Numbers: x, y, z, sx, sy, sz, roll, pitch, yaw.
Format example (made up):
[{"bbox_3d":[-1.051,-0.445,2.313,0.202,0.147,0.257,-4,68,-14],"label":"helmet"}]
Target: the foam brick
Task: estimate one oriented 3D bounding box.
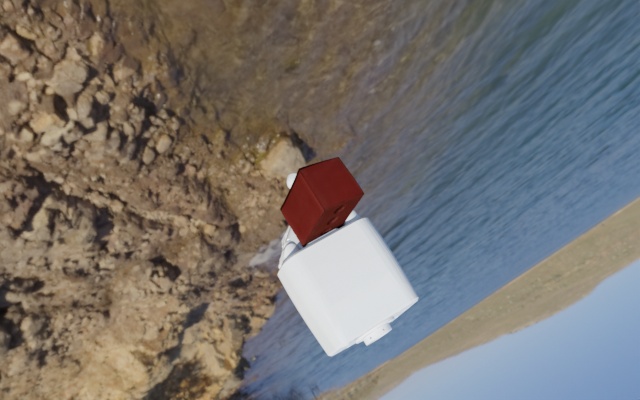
[{"bbox_3d":[0.000,0.001,0.499,0.053,0.051,0.078,-21,-23,-31],"label":"foam brick"}]
